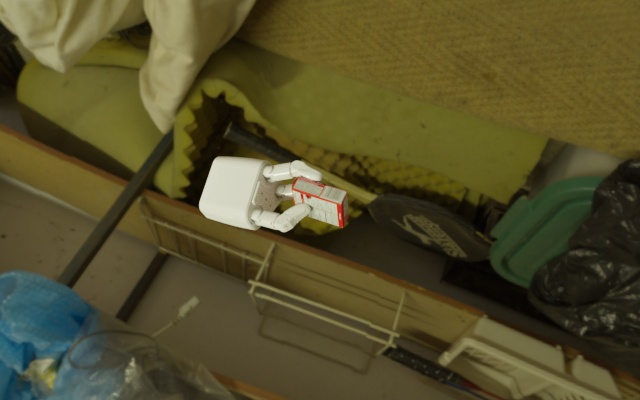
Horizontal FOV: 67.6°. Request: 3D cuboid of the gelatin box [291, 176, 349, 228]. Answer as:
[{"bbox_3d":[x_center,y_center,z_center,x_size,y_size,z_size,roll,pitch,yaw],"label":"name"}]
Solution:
[{"bbox_3d":[0.000,0.003,0.773,0.089,0.030,0.073,18,-30,16],"label":"gelatin box"}]
